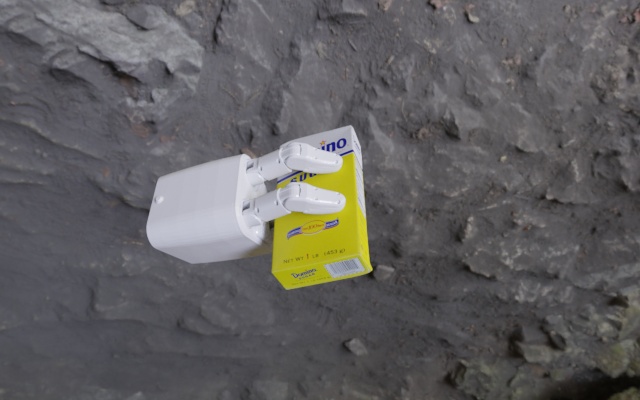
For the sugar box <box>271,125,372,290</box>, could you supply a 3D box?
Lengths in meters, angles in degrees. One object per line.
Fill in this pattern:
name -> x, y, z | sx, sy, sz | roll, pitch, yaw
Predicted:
sugar box -> 0.000, 0.001, 0.513 | 0.093, 0.176, 0.048 | -13, -38, 14
